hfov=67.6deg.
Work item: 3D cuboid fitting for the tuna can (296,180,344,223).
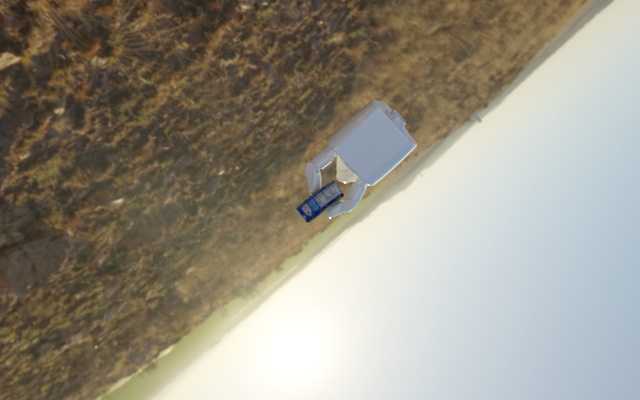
[{"bbox_3d":[0.000,0.003,0.854,0.086,0.034,0.086,-37,-3,-2],"label":"tuna can"}]
